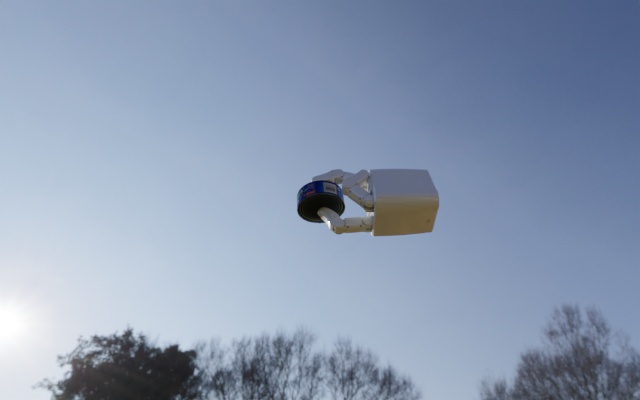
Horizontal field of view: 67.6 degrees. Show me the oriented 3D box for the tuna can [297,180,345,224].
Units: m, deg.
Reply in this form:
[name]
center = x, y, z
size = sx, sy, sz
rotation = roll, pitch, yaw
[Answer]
[tuna can]
center = 0.000, 0.002, 0.854
size = 0.086, 0.033, 0.086
rotation = -3, -38, -3
